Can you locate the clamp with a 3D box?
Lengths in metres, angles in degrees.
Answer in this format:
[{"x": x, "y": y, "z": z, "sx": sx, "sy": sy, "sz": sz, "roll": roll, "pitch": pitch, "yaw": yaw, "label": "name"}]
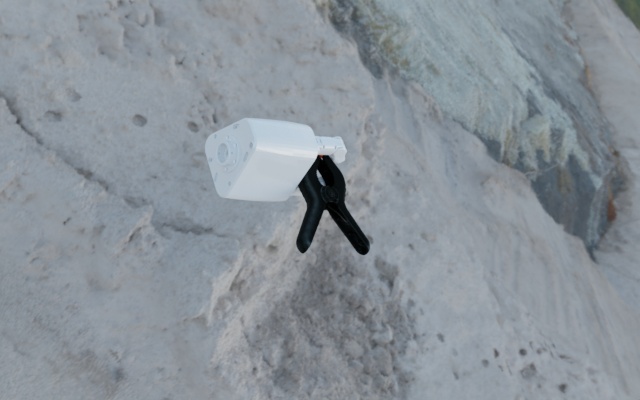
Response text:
[{"x": 0.001, "y": 0.002, "z": 0.675, "sx": 0.120, "sy": 0.171, "sz": 0.039, "roll": 0, "pitch": -27, "yaw": -45, "label": "clamp"}]
